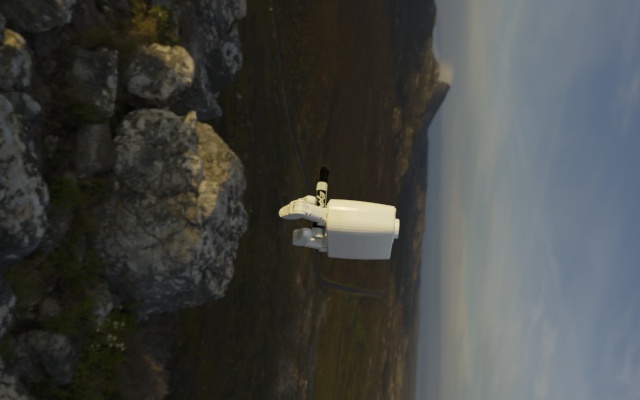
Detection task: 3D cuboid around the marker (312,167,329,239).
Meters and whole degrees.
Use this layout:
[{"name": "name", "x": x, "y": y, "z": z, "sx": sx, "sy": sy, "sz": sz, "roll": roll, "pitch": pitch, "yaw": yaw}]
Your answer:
[{"name": "marker", "x": 0.000, "y": 0.003, "z": 0.778, "sx": 0.020, "sy": 0.121, "sz": 0.020, "roll": 5, "pitch": -17, "yaw": 2}]
